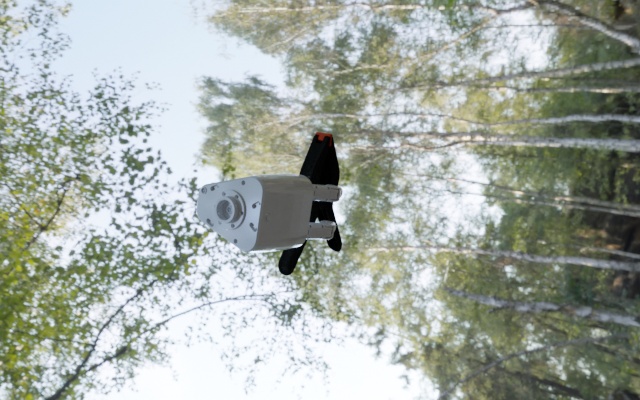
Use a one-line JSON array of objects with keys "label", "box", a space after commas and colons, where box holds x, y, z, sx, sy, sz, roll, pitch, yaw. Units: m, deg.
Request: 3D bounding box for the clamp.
[{"label": "clamp", "box": [-0.001, 0.002, 0.738, 0.036, 0.210, 0.164, 12, 7, 28]}]
